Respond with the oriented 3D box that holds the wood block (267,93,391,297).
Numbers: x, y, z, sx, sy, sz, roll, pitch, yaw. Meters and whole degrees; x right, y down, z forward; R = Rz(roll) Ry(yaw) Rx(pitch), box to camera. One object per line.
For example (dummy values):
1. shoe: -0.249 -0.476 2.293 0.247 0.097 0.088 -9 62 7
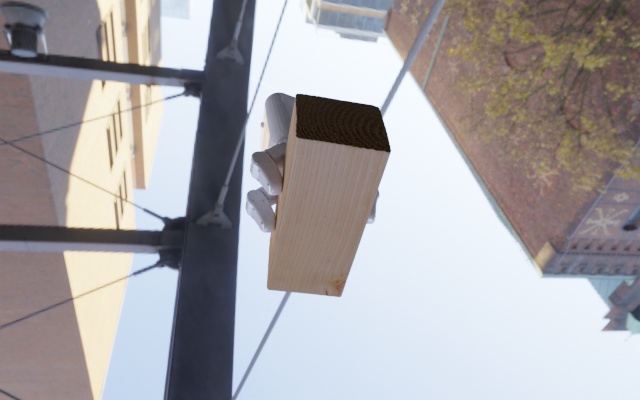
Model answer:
1. wood block: 0.000 0.002 0.521 0.091 0.206 0.090 7 39 -9
